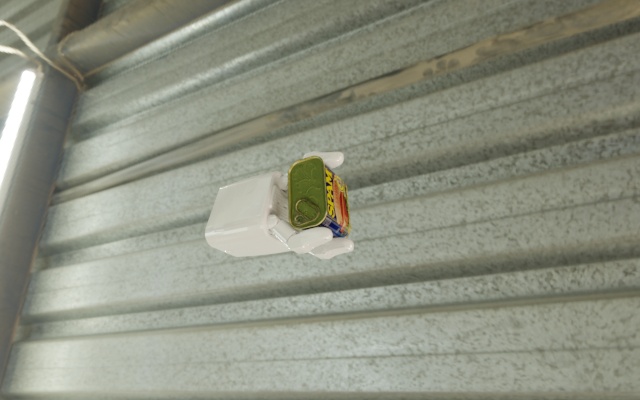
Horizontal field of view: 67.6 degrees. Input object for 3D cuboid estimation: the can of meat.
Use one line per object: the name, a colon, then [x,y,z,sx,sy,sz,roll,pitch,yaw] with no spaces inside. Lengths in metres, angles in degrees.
can of meat: [0.000,0.002,0.667,0.057,0.102,0.084,-15,-27,24]
